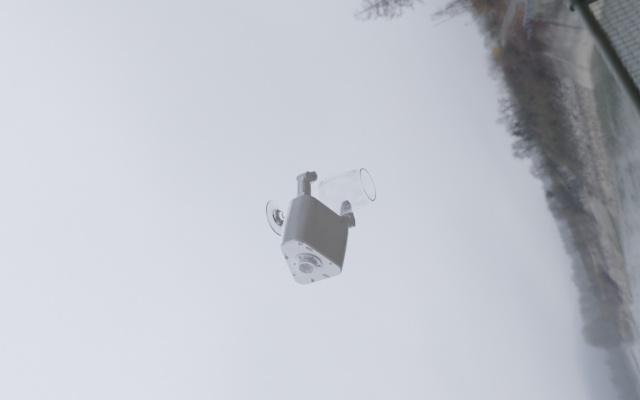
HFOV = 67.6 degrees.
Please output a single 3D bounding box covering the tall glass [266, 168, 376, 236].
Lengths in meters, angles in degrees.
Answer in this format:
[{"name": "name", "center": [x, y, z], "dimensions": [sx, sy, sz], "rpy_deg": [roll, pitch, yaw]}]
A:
[{"name": "tall glass", "center": [0.000, 0.003, 0.889], "dimensions": [0.201, 0.079, 0.079], "rpy_deg": [-21, -9, 25]}]
